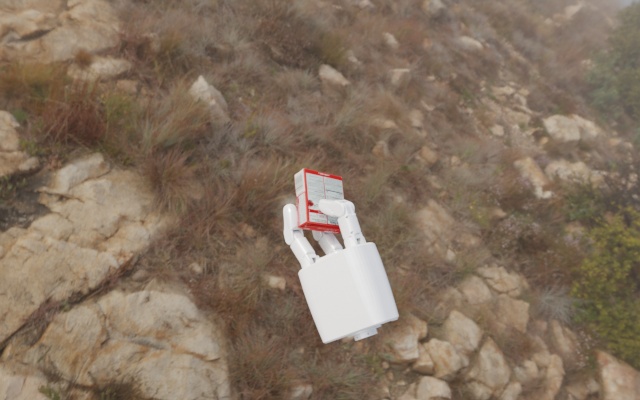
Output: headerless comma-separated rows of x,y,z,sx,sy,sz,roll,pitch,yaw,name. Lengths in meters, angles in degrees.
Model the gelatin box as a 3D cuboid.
0.000,0.002,0.716,0.073,0.089,0.030,10,-26,-35,gelatin box
